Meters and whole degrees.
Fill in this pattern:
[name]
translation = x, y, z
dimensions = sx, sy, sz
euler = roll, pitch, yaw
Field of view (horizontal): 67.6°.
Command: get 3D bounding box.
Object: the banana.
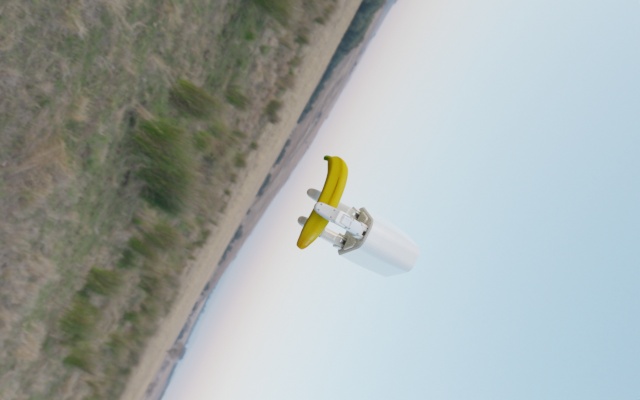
[banana]
translation = 0.010, -0.006, 0.823
dimensions = 0.037, 0.197, 0.070
euler = 30, -32, -19
